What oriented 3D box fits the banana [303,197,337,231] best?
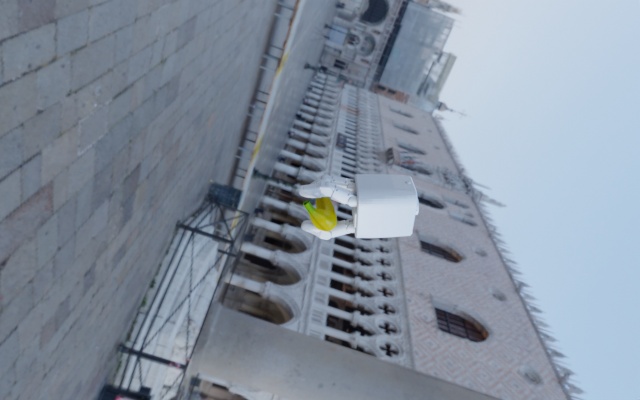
[{"bbox_3d":[0.006,0.021,0.882,0.037,0.069,0.198,-20,3,6],"label":"banana"}]
